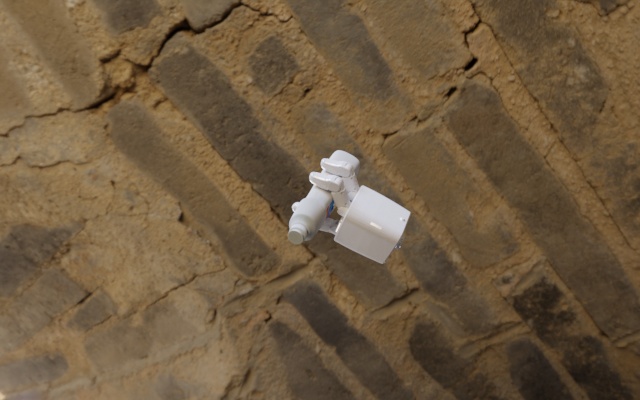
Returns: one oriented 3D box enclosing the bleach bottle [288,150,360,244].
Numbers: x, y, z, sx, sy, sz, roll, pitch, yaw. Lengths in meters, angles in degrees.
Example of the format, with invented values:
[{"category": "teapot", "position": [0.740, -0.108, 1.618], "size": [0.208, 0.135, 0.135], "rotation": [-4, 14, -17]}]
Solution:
[{"category": "bleach bottle", "position": [0.000, 0.003, 0.891], "size": [0.068, 0.103, 0.250], "rotation": [28, 38, 5]}]
